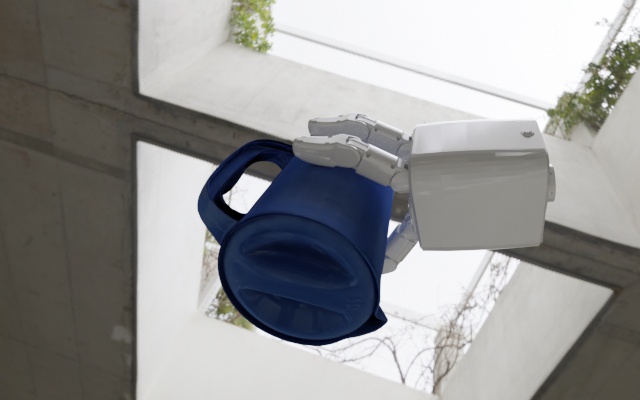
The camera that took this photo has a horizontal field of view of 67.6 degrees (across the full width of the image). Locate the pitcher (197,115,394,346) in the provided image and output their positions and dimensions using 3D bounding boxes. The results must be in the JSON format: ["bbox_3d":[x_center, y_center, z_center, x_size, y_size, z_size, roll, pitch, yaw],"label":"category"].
[{"bbox_3d":[0.000,0.002,0.464,0.145,0.149,0.242,-4,30,18],"label":"pitcher"}]
